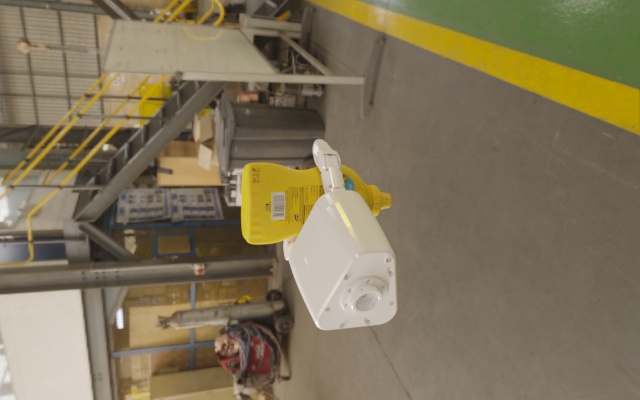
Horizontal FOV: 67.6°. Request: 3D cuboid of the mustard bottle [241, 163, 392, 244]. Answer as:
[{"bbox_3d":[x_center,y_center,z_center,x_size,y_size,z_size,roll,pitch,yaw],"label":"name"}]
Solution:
[{"bbox_3d":[0.000,0.002,0.595,0.191,0.096,0.058,-1,8,-19],"label":"mustard bottle"}]
